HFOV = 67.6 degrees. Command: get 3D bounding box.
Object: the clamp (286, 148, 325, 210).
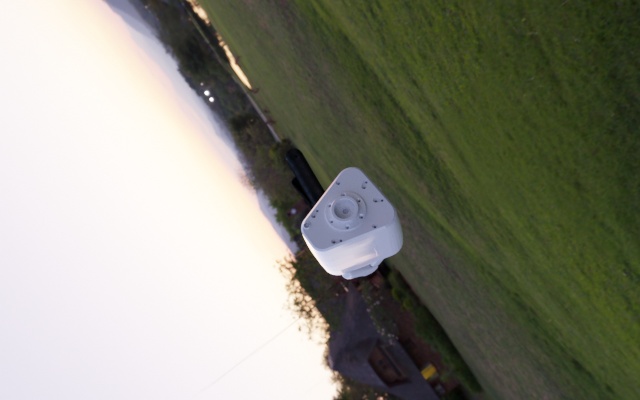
[{"bbox_3d":[0.000,0.003,0.698,0.039,0.171,0.120,-37,-24,-5],"label":"clamp"}]
